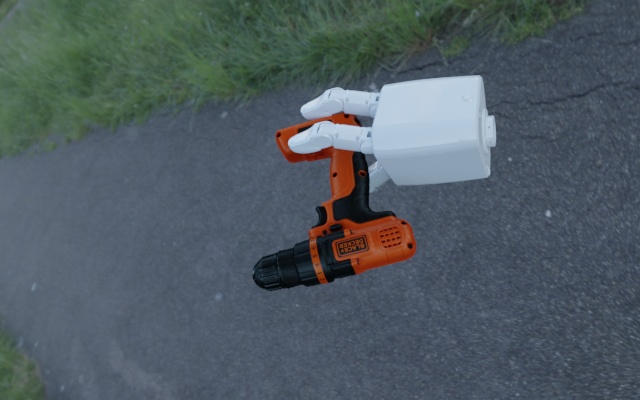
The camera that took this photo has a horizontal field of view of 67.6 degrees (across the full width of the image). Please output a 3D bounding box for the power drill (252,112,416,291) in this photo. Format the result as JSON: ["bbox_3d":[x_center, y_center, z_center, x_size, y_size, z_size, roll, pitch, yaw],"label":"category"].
[{"bbox_3d":[0.000,0.001,0.551,0.184,0.187,0.057,-14,-20,6],"label":"power drill"}]
